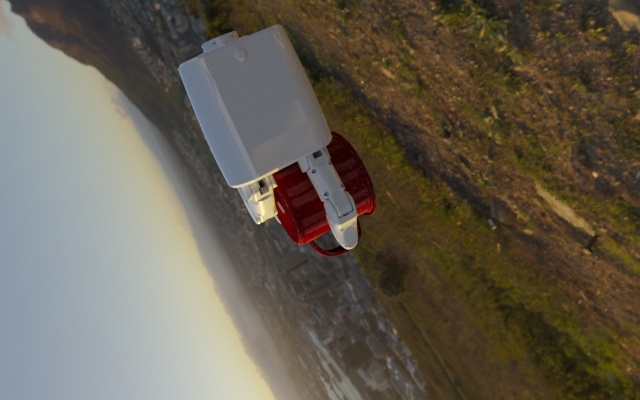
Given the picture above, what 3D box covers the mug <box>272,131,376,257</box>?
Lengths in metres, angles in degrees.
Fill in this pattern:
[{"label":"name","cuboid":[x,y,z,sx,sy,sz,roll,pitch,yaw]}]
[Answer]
[{"label":"mug","cuboid":[0.000,0.003,0.474,0.081,0.117,0.093,-28,17,-14]}]
